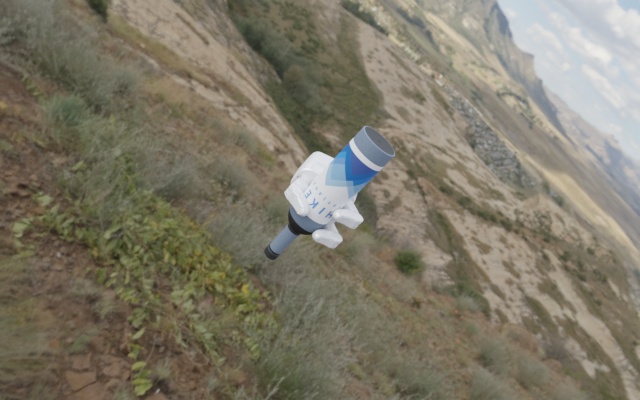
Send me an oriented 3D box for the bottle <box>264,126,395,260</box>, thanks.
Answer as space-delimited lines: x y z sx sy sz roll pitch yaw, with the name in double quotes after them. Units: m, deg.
0.000 0.003 0.807 0.296 0.069 0.069 -46 -24 26 "bottle"
